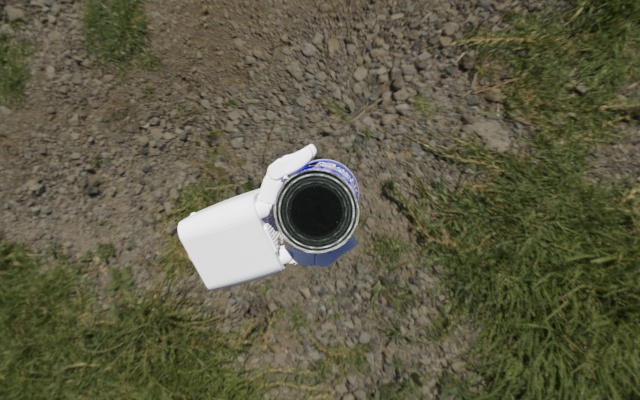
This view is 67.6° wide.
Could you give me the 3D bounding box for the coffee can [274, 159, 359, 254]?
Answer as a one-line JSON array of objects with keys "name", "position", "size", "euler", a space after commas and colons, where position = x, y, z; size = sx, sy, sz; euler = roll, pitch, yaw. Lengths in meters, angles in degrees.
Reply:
[{"name": "coffee can", "position": [0.000, 0.002, 0.632], "size": [0.103, 0.103, 0.140], "euler": [0, 10, 4]}]
